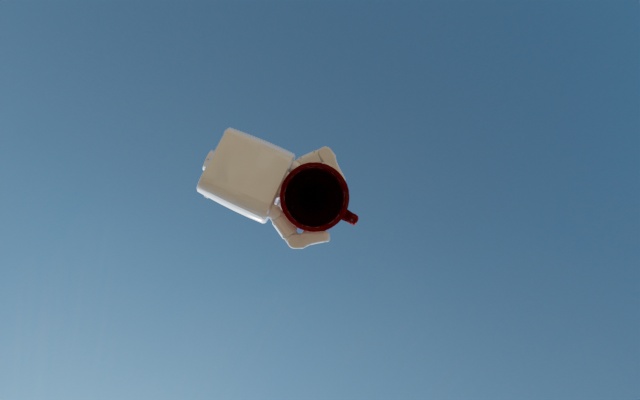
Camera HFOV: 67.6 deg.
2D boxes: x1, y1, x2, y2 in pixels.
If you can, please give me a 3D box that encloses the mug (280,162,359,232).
[{"bbox_3d":[0.001,0.003,0.673,0.117,0.093,0.081,25,-4,-3],"label":"mug"}]
